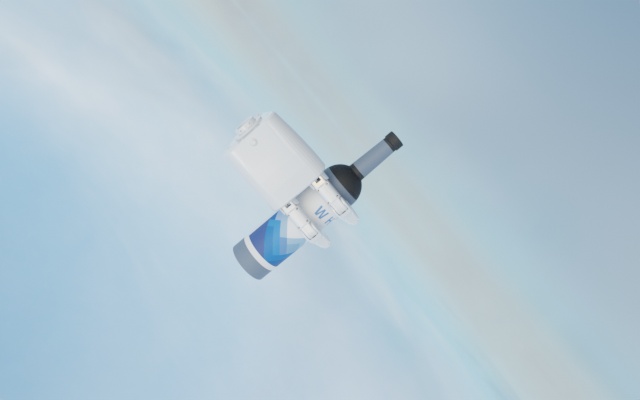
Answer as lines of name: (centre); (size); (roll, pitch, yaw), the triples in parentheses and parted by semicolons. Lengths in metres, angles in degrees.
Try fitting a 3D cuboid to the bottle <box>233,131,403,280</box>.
bottle: (0.000, 0.003, 0.714); (0.296, 0.069, 0.069); (-40, -6, 7)
